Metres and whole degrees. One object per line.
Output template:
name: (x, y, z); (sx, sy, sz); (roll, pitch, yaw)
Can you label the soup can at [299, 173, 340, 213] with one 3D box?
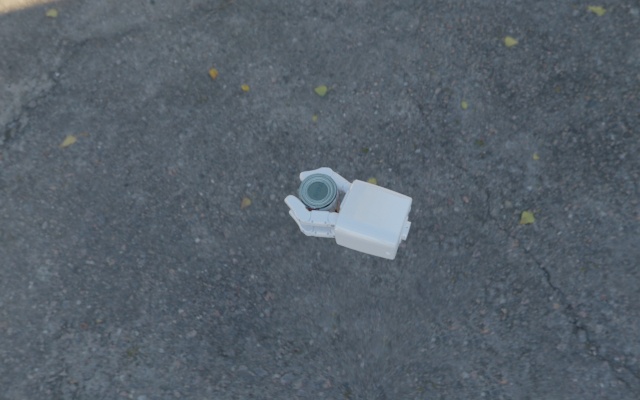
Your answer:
soup can: (0.000, 0.002, 0.855); (0.068, 0.068, 0.102); (0, -23, 6)
